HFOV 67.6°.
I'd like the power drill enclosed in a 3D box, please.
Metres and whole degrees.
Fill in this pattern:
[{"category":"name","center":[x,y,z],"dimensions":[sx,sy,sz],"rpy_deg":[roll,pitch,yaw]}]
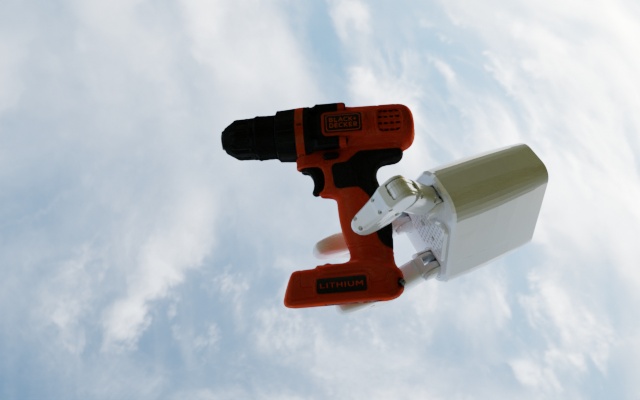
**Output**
[{"category":"power drill","center":[0.000,0.002,0.437],"dimensions":[0.184,0.187,0.057],"rpy_deg":[-5,-13,6]}]
